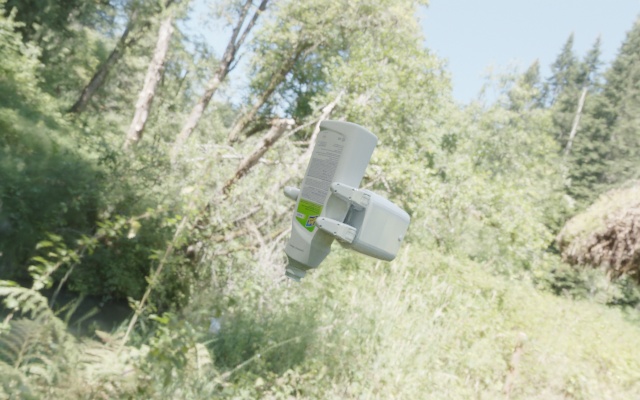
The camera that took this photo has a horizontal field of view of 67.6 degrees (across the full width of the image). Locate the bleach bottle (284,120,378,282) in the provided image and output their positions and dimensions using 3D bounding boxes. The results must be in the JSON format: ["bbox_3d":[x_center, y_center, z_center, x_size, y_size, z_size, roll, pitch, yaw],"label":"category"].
[{"bbox_3d":[0.000,0.002,0.743,0.068,0.251,0.102,25,-4,-38],"label":"bleach bottle"}]
